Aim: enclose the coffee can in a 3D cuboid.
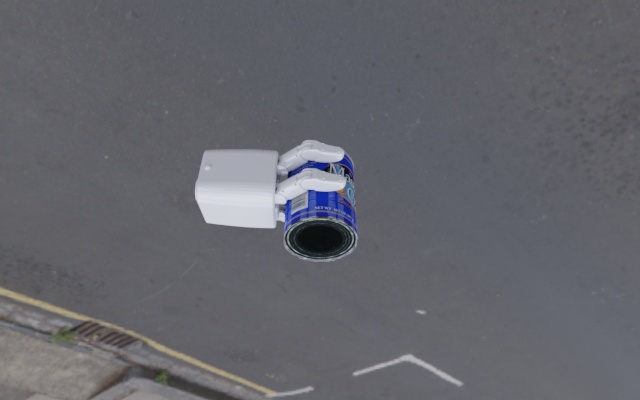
[{"bbox_3d":[0.000,0.002,0.692,0.103,0.140,0.103,0,-41,0],"label":"coffee can"}]
